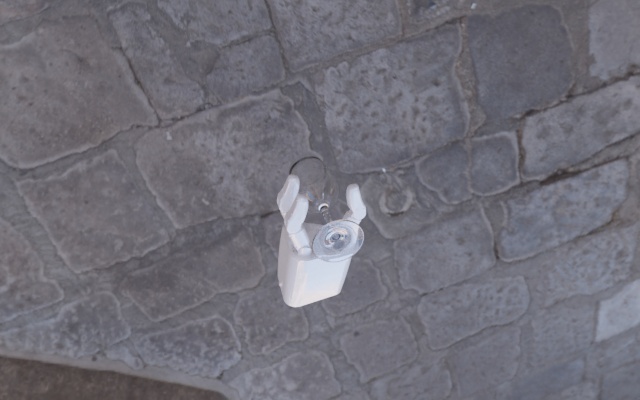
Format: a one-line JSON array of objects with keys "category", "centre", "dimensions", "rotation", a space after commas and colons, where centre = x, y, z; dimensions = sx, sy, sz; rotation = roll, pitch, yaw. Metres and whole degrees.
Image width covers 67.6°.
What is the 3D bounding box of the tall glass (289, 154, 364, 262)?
[{"category": "tall glass", "centre": [0.000, 0.003, 0.735], "dimensions": [0.079, 0.079, 0.201], "rotation": [0, 34, -17]}]
